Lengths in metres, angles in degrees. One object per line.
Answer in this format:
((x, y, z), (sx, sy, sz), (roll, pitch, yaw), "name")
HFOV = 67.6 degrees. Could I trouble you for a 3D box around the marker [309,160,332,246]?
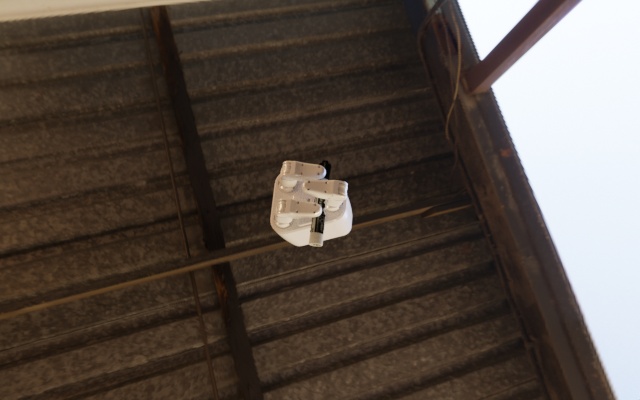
((0.000, 0.002, 0.655), (0.020, 0.121, 0.020), (6, -17, 2), "marker")
